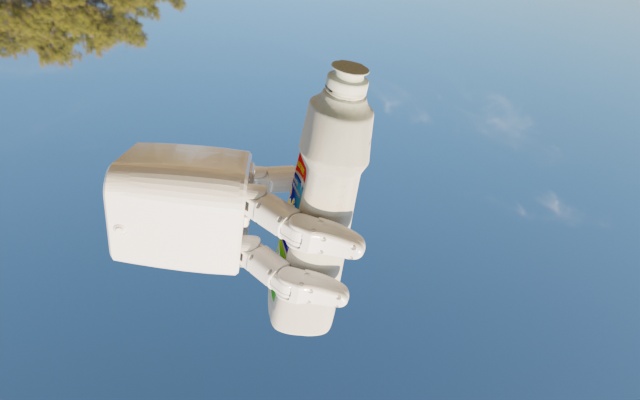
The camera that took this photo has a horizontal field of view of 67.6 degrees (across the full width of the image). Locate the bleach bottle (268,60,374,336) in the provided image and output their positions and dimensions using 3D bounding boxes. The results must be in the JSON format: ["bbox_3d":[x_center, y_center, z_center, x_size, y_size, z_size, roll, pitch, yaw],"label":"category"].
[{"bbox_3d":[0.000,0.001,0.417,0.068,0.251,0.102,6,35,-8],"label":"bleach bottle"}]
